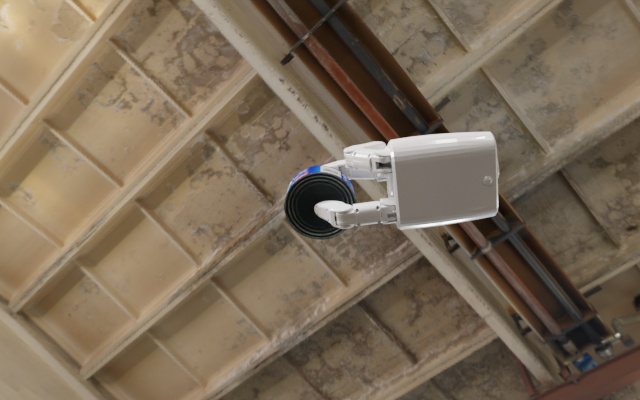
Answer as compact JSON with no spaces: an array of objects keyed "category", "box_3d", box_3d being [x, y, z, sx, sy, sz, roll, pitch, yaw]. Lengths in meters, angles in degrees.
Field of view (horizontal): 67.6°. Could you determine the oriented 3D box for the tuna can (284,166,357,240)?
[{"category":"tuna can","box_3d":[0.000,0.002,0.576,0.086,0.086,0.033,0,22,0]}]
